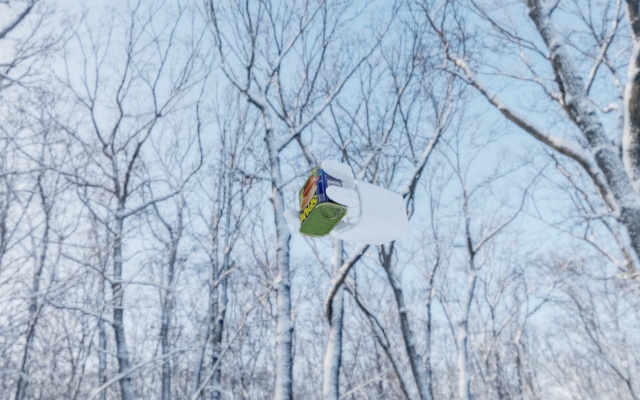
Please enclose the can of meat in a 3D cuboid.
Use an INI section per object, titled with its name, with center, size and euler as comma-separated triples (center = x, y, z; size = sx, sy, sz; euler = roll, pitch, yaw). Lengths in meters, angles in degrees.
[can of meat]
center = 0.000, 0.003, 0.833
size = 0.057, 0.084, 0.102
euler = 11, -38, -22
